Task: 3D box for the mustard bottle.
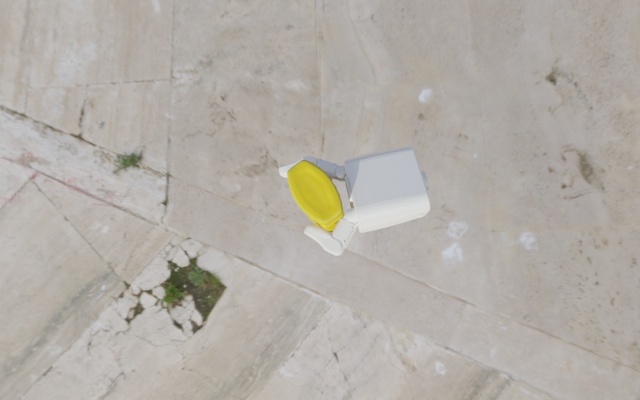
[{"bbox_3d":[0.000,0.003,0.737,0.058,0.096,0.192,-37,-11,-1],"label":"mustard bottle"}]
